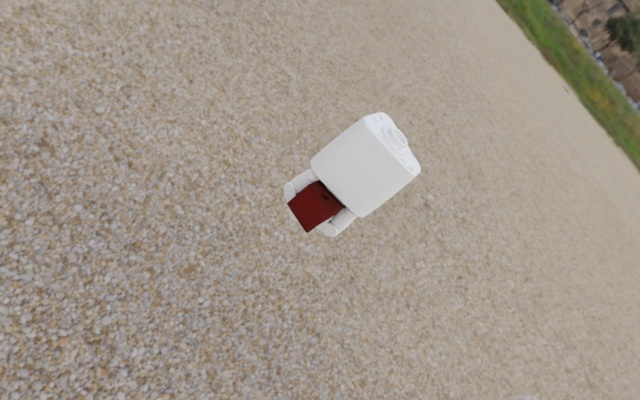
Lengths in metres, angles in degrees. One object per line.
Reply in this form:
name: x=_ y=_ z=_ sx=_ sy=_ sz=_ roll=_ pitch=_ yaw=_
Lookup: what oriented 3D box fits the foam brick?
foam brick: x=0.000 y=0.002 z=0.688 sx=0.051 sy=0.053 sz=0.078 roll=-39 pitch=-5 yaw=31
